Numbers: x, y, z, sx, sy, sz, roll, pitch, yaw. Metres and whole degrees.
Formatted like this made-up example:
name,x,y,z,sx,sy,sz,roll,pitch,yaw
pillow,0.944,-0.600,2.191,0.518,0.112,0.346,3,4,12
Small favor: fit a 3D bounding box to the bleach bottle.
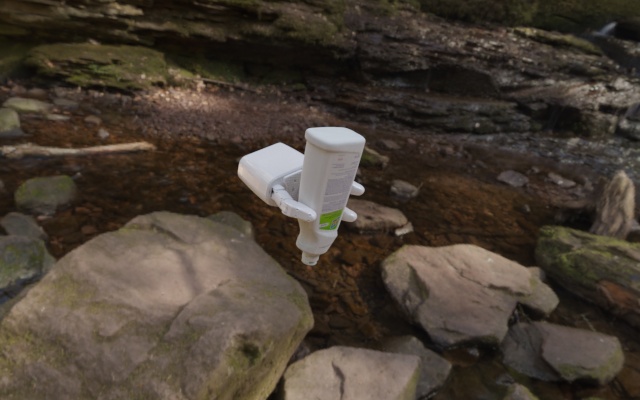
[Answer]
name,x,y,z,sx,sy,sz,roll,pitch,yaw
bleach bottle,0.000,0.003,0.821,0.102,0.251,0.068,-9,34,-40
